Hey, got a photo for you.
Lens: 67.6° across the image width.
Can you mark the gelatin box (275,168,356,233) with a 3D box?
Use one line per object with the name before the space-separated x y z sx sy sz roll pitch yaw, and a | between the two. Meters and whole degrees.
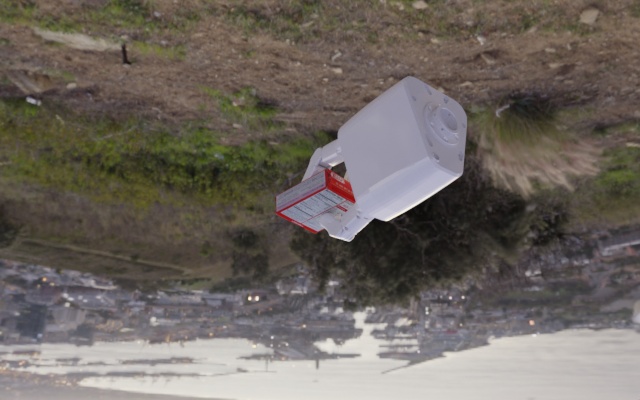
gelatin box | 0.000 0.002 0.590 0.089 0.030 0.073 -28 -40 33
